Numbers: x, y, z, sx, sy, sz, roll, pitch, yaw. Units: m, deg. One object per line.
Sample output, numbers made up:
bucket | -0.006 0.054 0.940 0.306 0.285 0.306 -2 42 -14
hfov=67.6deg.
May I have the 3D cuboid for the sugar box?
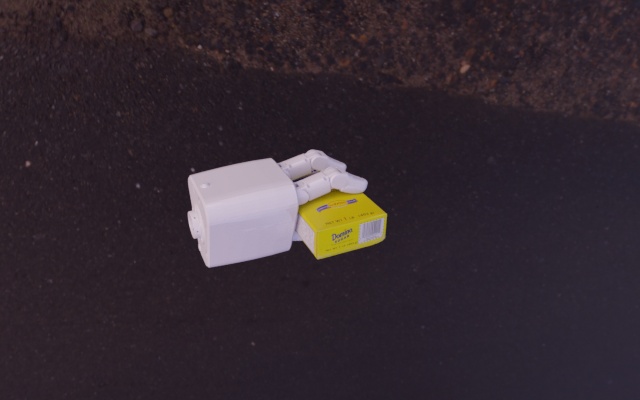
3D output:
sugar box | 0.000 0.002 0.613 0.093 0.048 0.176 -12 34 -23
